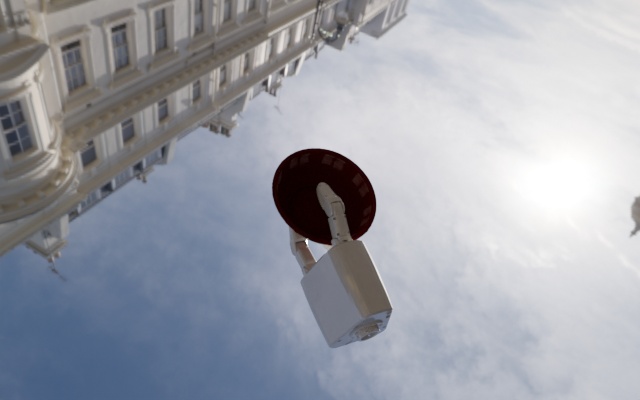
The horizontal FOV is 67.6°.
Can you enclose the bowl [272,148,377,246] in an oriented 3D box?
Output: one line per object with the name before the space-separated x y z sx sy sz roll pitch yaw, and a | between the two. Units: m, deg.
bowl | 0.000 0.001 0.718 0.162 0.162 0.055 0 -27 -21
